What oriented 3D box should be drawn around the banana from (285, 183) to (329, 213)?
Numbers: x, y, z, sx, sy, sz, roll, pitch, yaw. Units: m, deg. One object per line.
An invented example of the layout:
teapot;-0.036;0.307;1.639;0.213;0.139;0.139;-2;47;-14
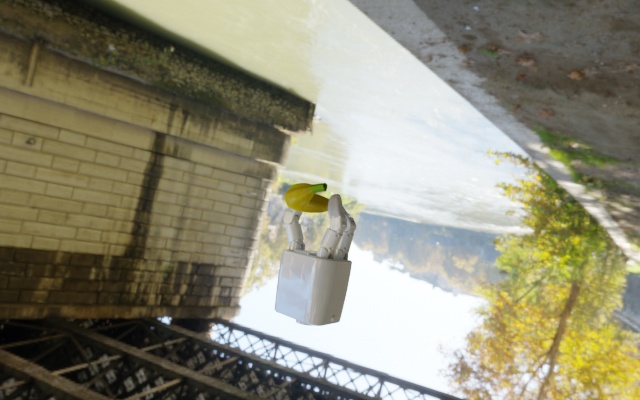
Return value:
banana;-0.019;0.000;0.755;0.069;0.037;0.198;6;-6;5
